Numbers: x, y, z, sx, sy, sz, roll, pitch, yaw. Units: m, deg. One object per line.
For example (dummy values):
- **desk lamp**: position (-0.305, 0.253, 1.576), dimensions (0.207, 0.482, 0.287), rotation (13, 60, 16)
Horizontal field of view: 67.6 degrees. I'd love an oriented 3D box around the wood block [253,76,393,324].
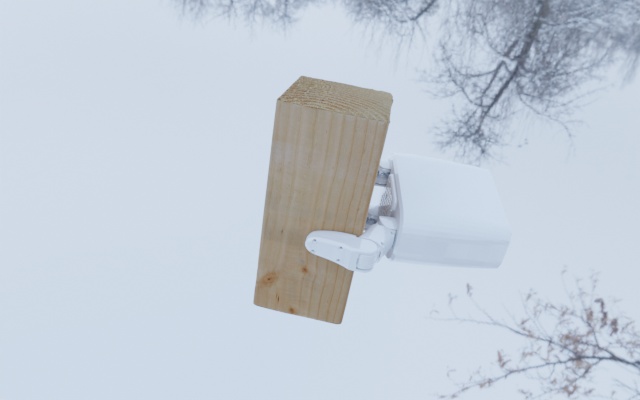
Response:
- **wood block**: position (0.000, 0.002, 0.448), dimensions (0.090, 0.206, 0.090), rotation (12, 28, 4)
